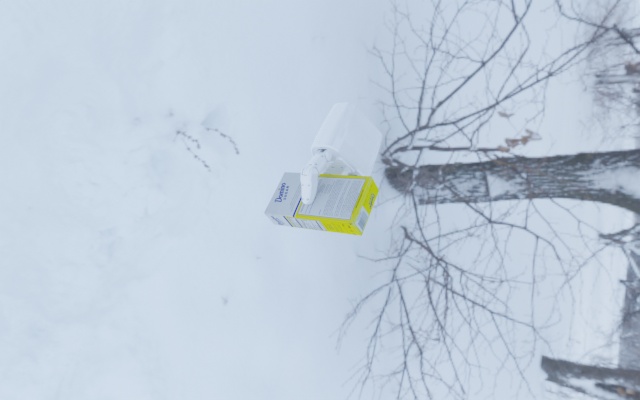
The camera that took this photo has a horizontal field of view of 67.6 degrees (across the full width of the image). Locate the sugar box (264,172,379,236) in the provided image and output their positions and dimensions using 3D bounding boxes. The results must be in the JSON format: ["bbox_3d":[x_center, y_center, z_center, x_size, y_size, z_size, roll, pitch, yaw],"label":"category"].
[{"bbox_3d":[0.001,0.003,0.801,0.176,0.093,0.048,4,-33,35],"label":"sugar box"}]
